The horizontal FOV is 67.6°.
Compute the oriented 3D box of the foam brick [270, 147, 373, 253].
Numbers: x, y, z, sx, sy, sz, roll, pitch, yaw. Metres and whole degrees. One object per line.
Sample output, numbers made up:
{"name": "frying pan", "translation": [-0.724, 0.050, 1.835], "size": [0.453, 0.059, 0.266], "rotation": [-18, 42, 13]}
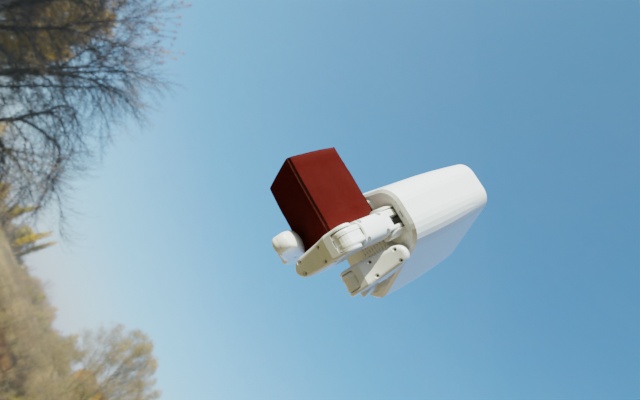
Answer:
{"name": "foam brick", "translation": [0.000, 0.001, 0.422], "size": [0.051, 0.078, 0.053], "rotation": [-20, -17, -33]}
